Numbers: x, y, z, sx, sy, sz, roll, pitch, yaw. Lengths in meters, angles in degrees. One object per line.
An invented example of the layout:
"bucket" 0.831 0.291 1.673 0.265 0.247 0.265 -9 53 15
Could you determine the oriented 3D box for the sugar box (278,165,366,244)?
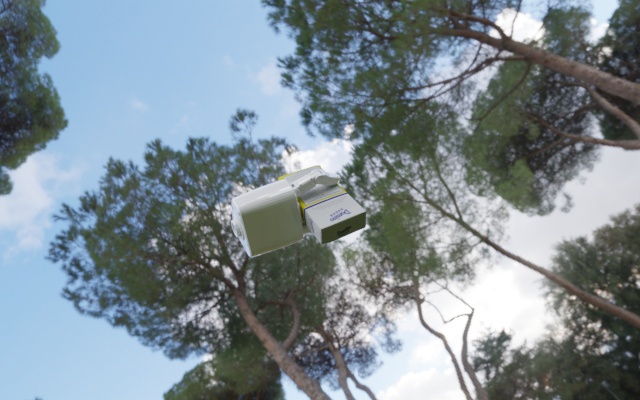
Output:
"sugar box" 0.000 0.003 0.886 0.093 0.048 0.176 -20 44 -20
